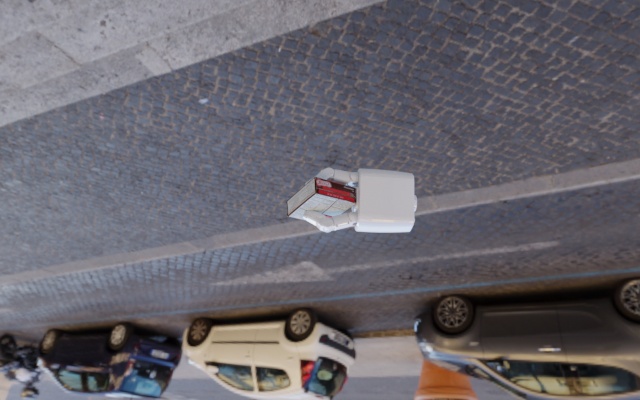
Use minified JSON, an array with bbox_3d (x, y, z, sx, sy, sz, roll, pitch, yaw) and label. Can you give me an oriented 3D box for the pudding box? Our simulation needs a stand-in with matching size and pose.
[{"bbox_3d":[0.000,0.003,0.898,0.090,0.039,0.113,15,-34,-28],"label":"pudding box"}]
